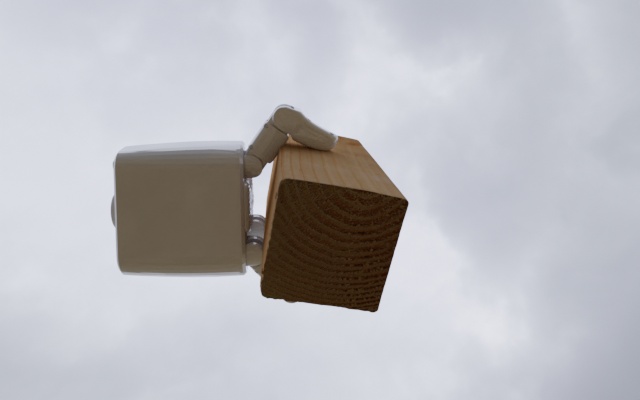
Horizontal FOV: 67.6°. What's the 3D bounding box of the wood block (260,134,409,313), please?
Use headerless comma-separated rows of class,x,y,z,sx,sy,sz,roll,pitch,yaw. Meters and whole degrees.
wood block,0.000,0.001,0.423,0.090,0.091,0.206,10,18,-8
